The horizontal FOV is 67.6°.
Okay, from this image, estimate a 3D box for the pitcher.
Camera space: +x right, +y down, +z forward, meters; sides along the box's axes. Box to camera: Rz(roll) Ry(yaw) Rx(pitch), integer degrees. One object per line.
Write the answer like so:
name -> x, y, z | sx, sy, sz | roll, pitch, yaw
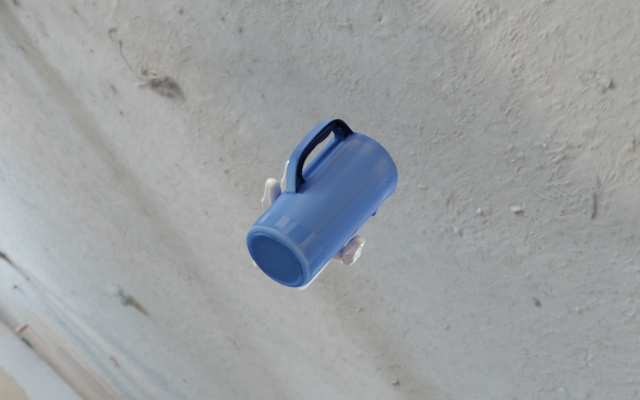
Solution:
pitcher -> 0.000, 0.002, 0.702 | 0.242, 0.149, 0.145 | -46, -8, -39
